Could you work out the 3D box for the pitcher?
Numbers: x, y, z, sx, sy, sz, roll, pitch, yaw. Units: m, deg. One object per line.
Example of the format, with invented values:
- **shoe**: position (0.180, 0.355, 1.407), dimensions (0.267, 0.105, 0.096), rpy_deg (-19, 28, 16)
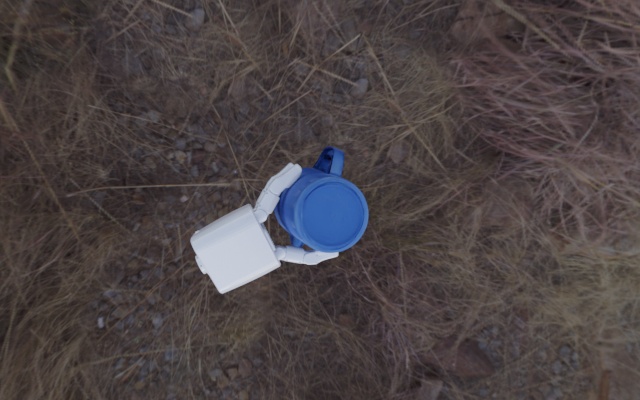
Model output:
- **pitcher**: position (0.000, 0.003, 0.775), dimensions (0.145, 0.149, 0.243), rpy_deg (-25, 7, -7)
